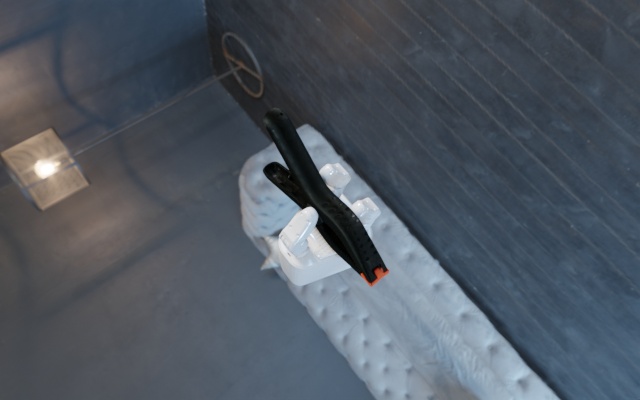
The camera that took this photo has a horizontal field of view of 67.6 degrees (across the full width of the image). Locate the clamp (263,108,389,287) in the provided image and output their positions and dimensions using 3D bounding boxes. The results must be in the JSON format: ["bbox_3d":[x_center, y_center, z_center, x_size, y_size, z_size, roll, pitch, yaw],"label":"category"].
[{"bbox_3d":[0.000,0.003,0.527,0.036,0.210,0.165,-37,-16,-15],"label":"clamp"}]
